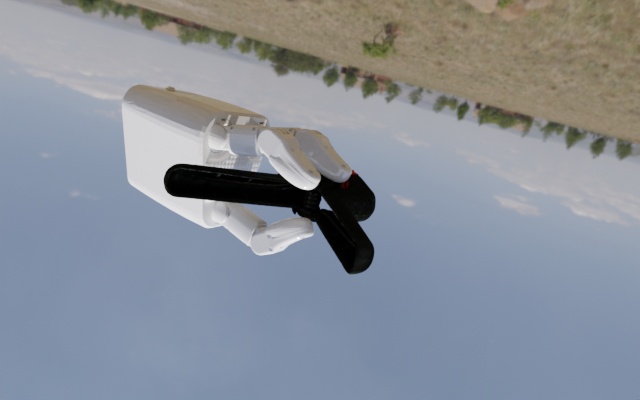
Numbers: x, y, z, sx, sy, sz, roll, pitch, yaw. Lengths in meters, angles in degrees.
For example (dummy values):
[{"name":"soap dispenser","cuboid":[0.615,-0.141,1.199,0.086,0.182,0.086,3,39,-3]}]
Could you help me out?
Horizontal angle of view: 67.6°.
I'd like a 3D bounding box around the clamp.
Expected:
[{"name":"clamp","cuboid":[0.000,0.002,0.404,0.164,0.036,0.210,25,17,24]}]
